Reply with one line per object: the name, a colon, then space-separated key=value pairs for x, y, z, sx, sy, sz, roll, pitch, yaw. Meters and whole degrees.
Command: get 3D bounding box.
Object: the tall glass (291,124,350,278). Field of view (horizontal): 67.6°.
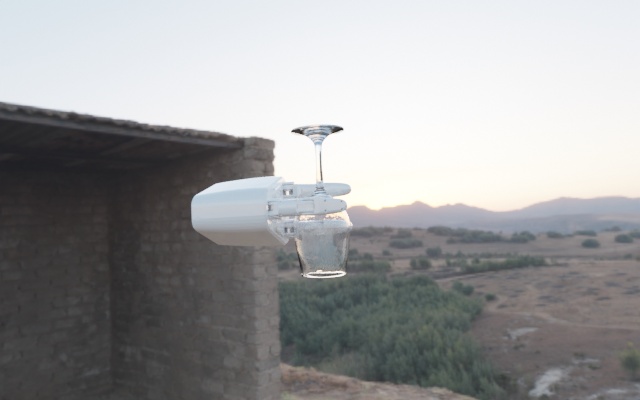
tall glass: x=0.000 y=0.001 z=0.654 sx=0.079 sy=0.201 sz=0.079 roll=-3 pitch=-3 yaw=0
